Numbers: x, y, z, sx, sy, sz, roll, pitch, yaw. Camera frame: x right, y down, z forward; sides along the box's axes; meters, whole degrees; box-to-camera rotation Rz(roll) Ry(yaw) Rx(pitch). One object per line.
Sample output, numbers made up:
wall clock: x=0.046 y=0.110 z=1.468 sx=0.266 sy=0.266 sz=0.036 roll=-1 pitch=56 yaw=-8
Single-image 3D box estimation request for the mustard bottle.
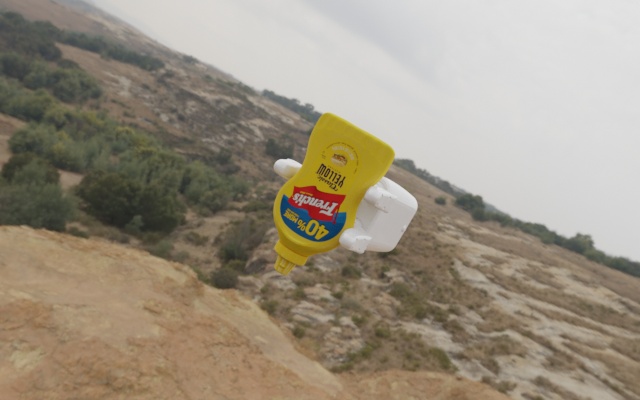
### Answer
mustard bottle: x=0.000 y=0.002 z=0.556 sx=0.096 sy=0.191 sz=0.058 roll=31 pitch=7 yaw=10
